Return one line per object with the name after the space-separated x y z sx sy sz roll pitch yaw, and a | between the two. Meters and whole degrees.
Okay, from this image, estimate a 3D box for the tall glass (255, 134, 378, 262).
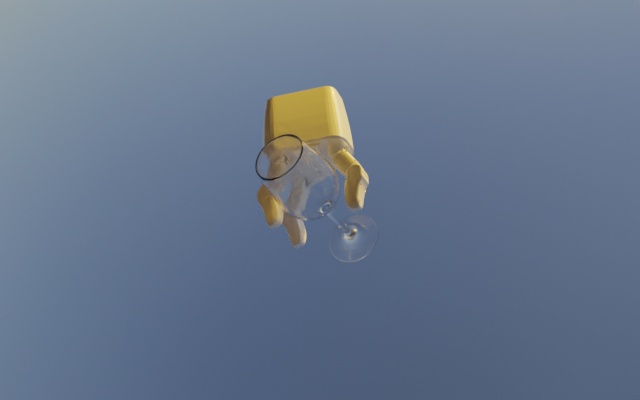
0.000 0.002 0.594 0.079 0.079 0.201 0 -30 32 | tall glass
